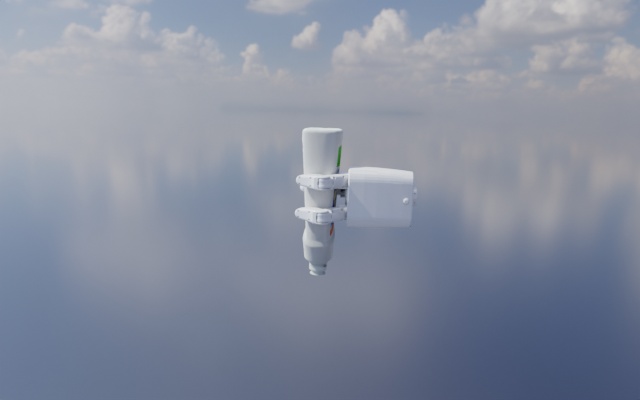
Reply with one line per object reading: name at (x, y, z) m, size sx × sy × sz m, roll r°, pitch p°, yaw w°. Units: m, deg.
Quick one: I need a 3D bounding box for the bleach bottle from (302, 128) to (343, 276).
bleach bottle at (0.000, 0.003, 0.824) m, size 0.068 × 0.251 × 0.102 m, roll 3°, pitch 11°, yaw 5°
